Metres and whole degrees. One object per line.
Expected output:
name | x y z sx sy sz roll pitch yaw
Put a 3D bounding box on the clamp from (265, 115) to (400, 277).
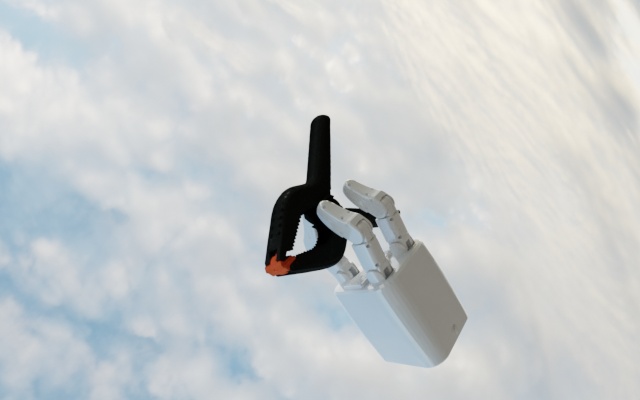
clamp | -0.001 0.002 0.526 0.036 0.164 0.210 -29 8 43
